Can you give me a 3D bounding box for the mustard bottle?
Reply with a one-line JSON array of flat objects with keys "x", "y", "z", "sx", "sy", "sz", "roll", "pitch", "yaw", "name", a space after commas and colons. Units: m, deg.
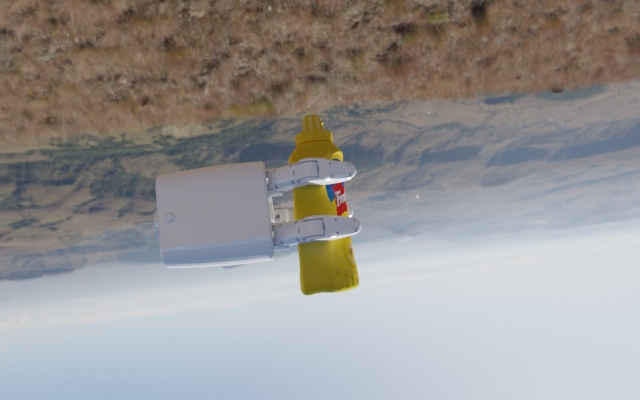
[{"x": 0.000, "y": 0.002, "z": 0.512, "sx": 0.058, "sy": 0.191, "sz": 0.096, "roll": -9, "pitch": -9, "yaw": 17, "name": "mustard bottle"}]
